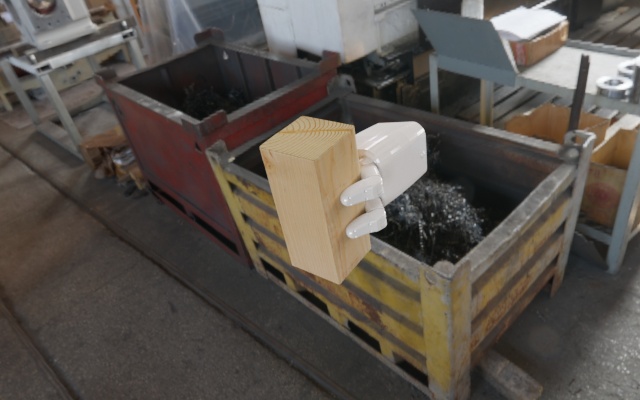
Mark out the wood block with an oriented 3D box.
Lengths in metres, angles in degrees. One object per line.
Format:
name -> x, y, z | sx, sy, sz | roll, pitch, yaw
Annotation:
wood block -> 0.000, 0.002, 0.654 | 0.091, 0.206, 0.090 | 17, 45, 34
